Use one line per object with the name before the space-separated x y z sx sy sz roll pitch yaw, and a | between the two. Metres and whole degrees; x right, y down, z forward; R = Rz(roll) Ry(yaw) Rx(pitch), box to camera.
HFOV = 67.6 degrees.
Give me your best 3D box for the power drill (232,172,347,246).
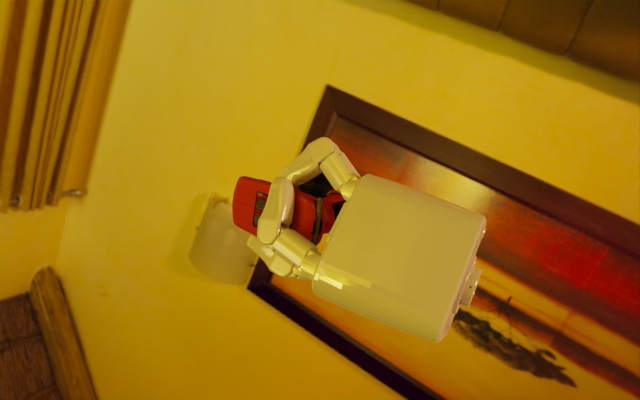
power drill | 0.000 0.002 0.520 0.184 0.057 0.187 17 16 40
